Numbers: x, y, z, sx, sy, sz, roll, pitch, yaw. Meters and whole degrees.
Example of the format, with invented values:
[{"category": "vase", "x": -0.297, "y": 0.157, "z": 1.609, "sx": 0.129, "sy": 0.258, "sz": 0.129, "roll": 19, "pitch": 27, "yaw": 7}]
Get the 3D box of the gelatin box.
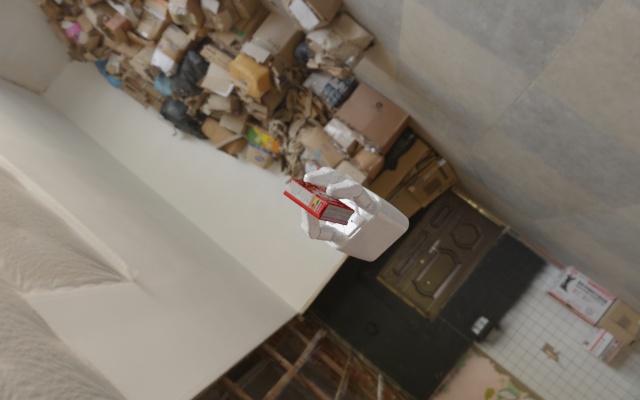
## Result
[{"category": "gelatin box", "x": 0.000, "y": 0.003, "z": 0.694, "sx": 0.073, "sy": 0.030, "sz": 0.089, "roll": 35, "pitch": 11, "yaw": 30}]
